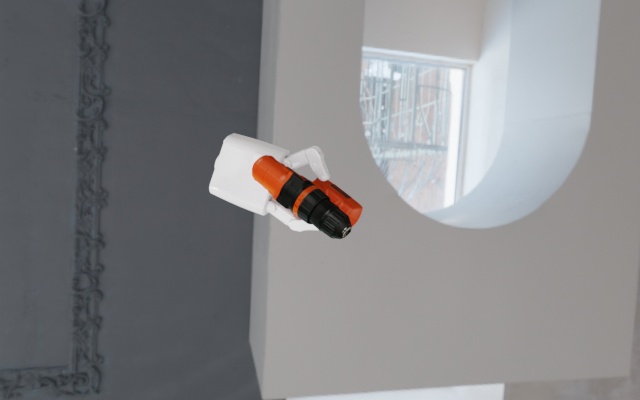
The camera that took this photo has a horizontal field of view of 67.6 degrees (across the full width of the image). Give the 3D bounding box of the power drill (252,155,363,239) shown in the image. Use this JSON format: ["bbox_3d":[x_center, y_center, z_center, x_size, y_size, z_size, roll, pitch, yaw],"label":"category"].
[{"bbox_3d":[0.000,0.002,0.755,0.184,0.057,0.188,39,8,24],"label":"power drill"}]
